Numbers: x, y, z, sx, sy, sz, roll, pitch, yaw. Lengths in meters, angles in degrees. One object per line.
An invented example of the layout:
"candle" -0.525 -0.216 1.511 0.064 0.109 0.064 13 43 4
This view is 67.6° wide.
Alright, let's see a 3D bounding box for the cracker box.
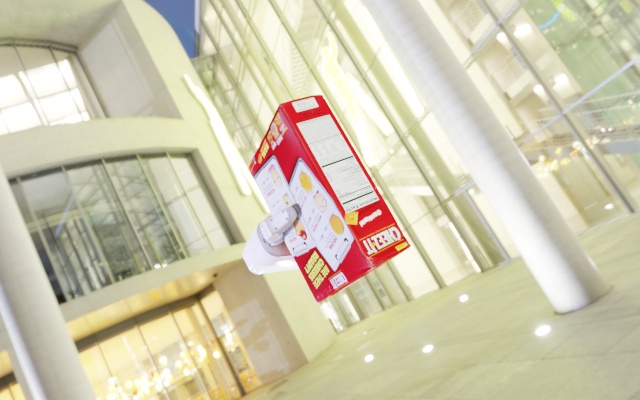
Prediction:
"cracker box" 0.000 0.002 0.600 0.072 0.213 0.164 -22 -14 -30
